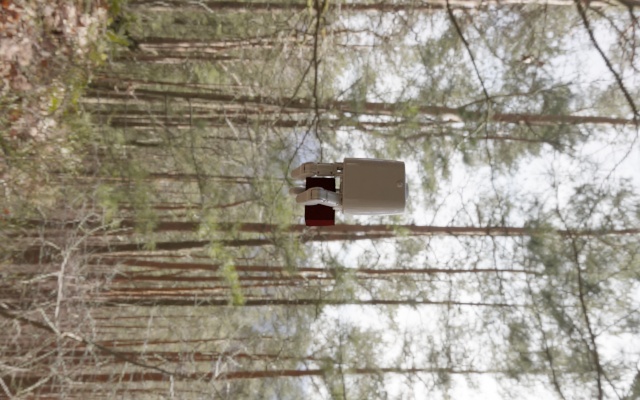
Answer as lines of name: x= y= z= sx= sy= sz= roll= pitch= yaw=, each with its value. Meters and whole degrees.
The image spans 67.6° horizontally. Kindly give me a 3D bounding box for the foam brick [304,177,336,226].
foam brick: x=0.000 y=0.003 z=0.830 sx=0.051 sy=0.078 sz=0.053 roll=1 pitch=-13 yaw=3
